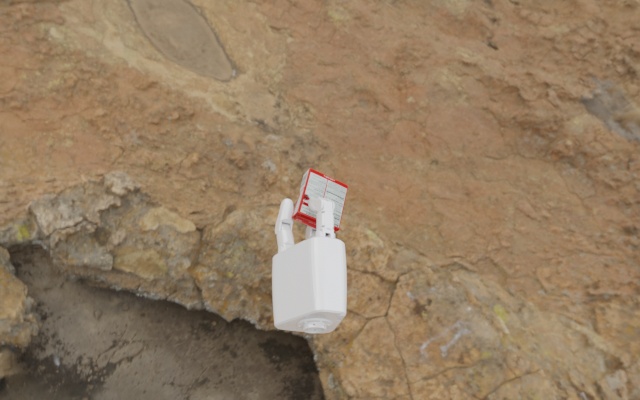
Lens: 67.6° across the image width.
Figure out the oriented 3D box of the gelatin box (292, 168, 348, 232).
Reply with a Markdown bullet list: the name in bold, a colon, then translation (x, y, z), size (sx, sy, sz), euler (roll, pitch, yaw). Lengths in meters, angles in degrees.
- **gelatin box**: translation (0.000, 0.002, 0.766), size (0.073, 0.089, 0.030), euler (23, -32, -16)
